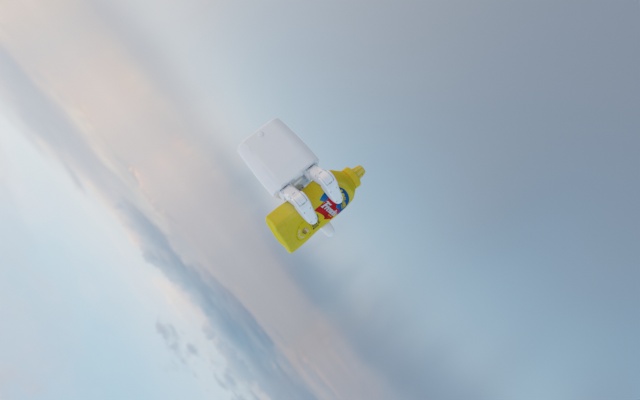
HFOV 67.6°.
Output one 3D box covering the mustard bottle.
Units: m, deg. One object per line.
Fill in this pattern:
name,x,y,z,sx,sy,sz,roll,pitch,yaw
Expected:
mustard bottle,0.000,0.003,0.820,0.058,0.191,0.096,43,-14,35
